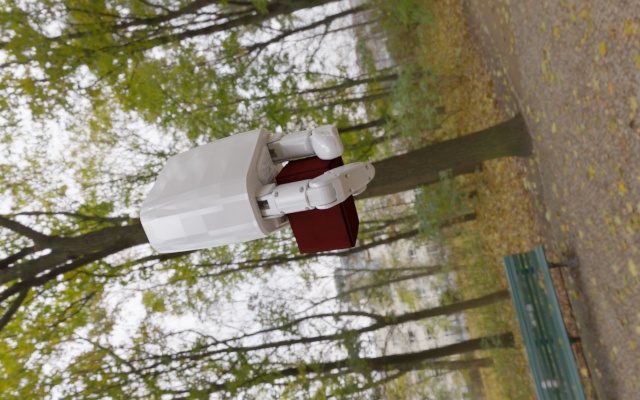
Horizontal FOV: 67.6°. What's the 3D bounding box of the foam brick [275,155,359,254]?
[{"bbox_3d":[0.000,0.002,0.434,0.051,0.078,0.053,-12,19,15],"label":"foam brick"}]
